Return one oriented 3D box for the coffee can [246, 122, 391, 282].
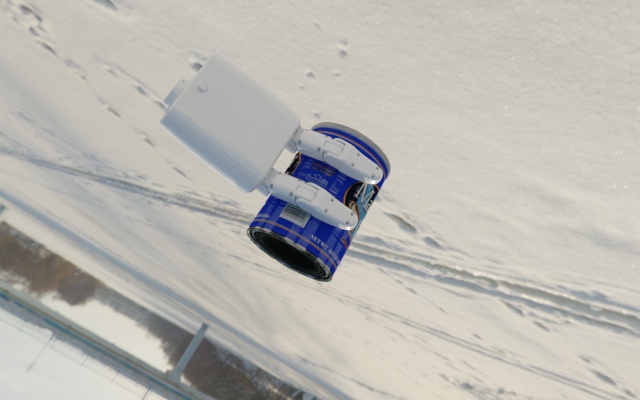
[{"bbox_3d":[0.000,0.002,0.517,0.103,0.140,0.103,26,-21,11],"label":"coffee can"}]
